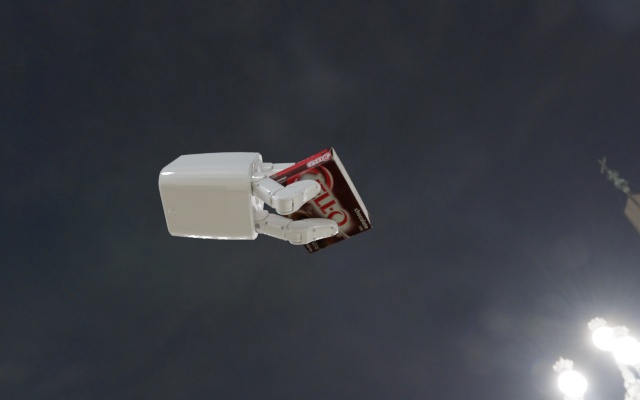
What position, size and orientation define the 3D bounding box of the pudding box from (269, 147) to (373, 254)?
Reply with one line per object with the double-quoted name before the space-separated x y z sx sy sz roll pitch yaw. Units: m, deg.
"pudding box" 0.000 0.002 0.589 0.090 0.113 0.039 -24 31 15
